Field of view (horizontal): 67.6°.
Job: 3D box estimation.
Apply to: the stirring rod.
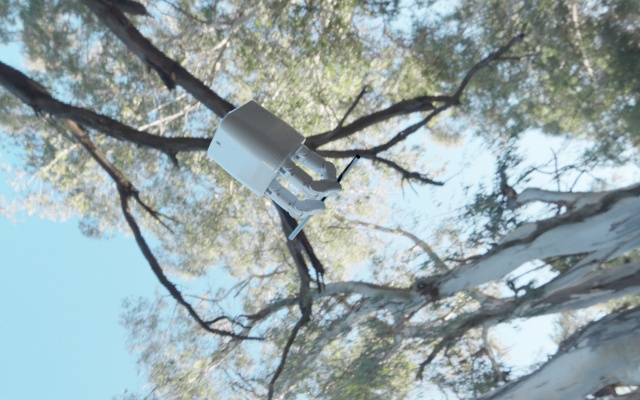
[{"bbox_3d":[0.000,0.002,0.755,0.011,0.011,0.240,0,-32,-31],"label":"stirring rod"}]
